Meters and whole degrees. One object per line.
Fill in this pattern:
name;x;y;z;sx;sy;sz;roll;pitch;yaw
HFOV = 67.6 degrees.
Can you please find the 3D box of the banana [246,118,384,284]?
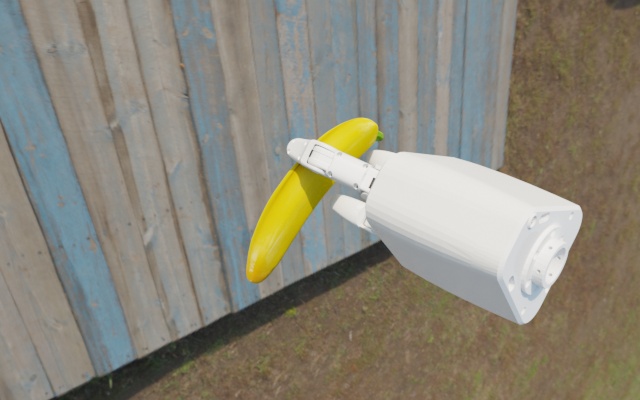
banana;-0.004;-0.012;0.426;0.037;0.197;0.070;29;-22;37
